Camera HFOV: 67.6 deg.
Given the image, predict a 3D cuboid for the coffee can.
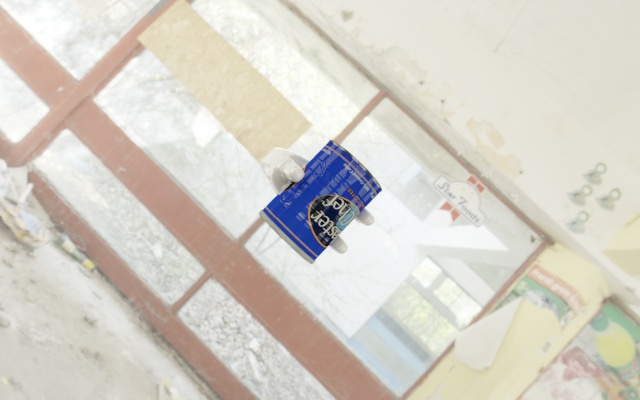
[{"bbox_3d":[0.000,0.002,0.655,0.103,0.140,0.103,44,-3,3],"label":"coffee can"}]
